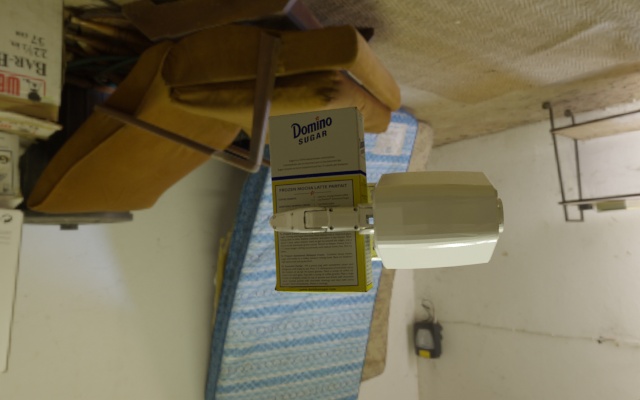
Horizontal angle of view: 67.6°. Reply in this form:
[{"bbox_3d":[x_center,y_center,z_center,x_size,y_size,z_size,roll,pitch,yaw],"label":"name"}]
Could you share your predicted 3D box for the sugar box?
[{"bbox_3d":[0.000,0.002,0.475,0.093,0.176,0.048,-3,-6,15],"label":"sugar box"}]
